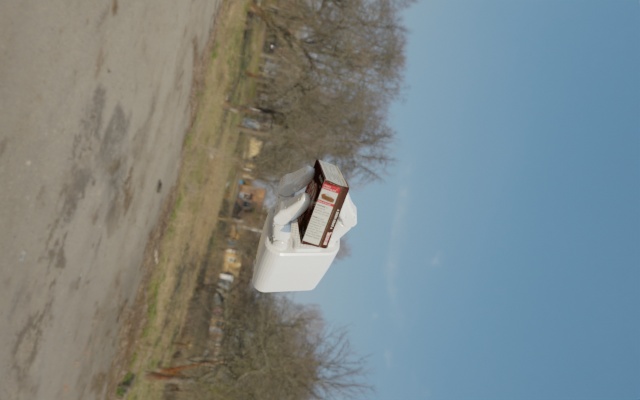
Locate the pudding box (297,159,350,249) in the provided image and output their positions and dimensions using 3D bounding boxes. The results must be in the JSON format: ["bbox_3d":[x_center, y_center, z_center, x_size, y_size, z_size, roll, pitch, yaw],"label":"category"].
[{"bbox_3d":[0.000,0.002,0.638,0.039,0.090,0.113,16,15,-13],"label":"pudding box"}]
